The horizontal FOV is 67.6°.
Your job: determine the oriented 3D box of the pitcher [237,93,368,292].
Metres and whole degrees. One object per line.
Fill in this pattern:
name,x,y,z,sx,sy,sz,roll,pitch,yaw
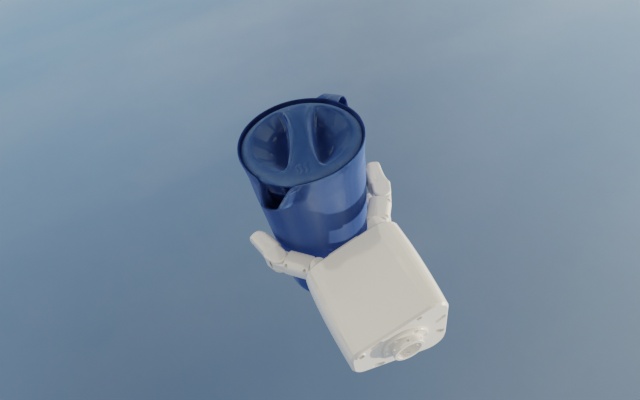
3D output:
pitcher,0.000,0.002,0.579,0.149,0.145,0.243,-24,-40,-10
